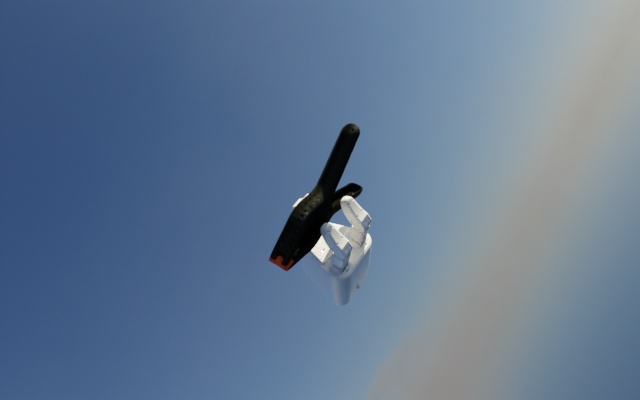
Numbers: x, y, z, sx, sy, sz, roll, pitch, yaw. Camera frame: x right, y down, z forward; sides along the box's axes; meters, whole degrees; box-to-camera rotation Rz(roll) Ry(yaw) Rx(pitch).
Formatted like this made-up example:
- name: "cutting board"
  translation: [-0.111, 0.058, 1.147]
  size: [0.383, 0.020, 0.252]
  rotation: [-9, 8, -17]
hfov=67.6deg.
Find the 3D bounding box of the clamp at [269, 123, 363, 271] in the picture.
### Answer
- name: "clamp"
  translation: [-0.001, 0.002, 0.664]
  size: [0.036, 0.210, 0.165]
  rotation: [27, -31, 22]
